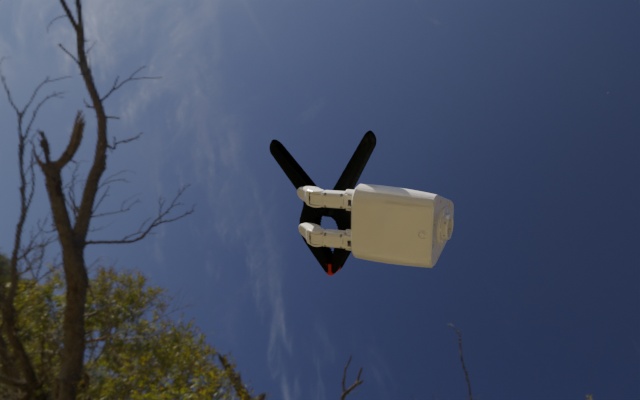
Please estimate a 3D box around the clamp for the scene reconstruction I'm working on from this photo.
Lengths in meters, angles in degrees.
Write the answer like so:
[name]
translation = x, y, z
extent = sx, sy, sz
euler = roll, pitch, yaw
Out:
[clamp]
translation = 0.001, 0.003, 0.690
extent = 0.164, 0.210, 0.036
euler = 7, 14, 27
